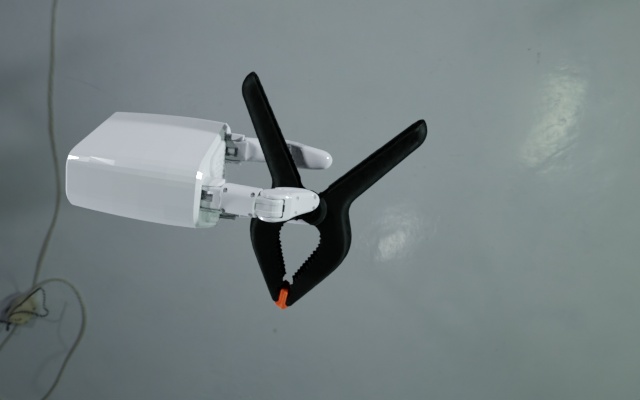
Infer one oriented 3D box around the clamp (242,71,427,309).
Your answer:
[{"bbox_3d":[0.000,0.002,0.434,0.164,0.210,0.036,9,14,2],"label":"clamp"}]
